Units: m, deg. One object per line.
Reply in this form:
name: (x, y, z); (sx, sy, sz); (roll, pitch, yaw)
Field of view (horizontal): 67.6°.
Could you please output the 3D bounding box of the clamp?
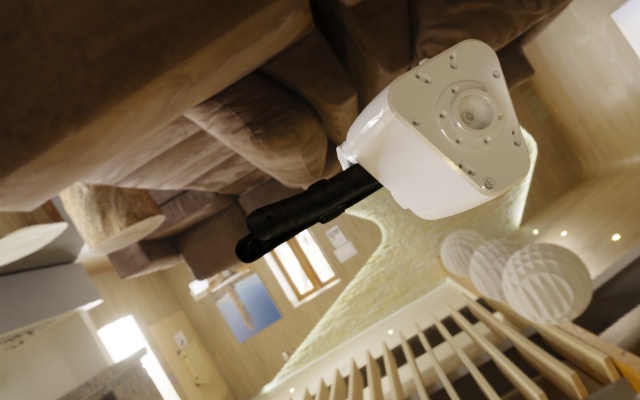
clamp: (0.000, 0.002, 0.422); (0.171, 0.039, 0.120); (-31, -2, -13)
